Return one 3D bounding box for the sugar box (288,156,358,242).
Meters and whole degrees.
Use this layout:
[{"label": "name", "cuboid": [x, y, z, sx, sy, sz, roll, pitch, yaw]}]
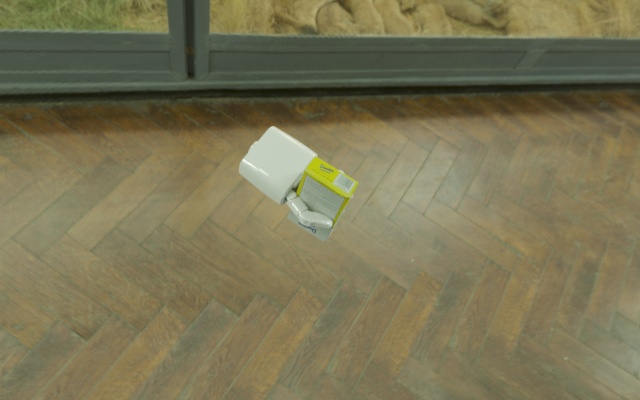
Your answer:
[{"label": "sugar box", "cuboid": [0.000, 0.002, 0.895, 0.093, 0.048, 0.176, 33, -31, 5]}]
